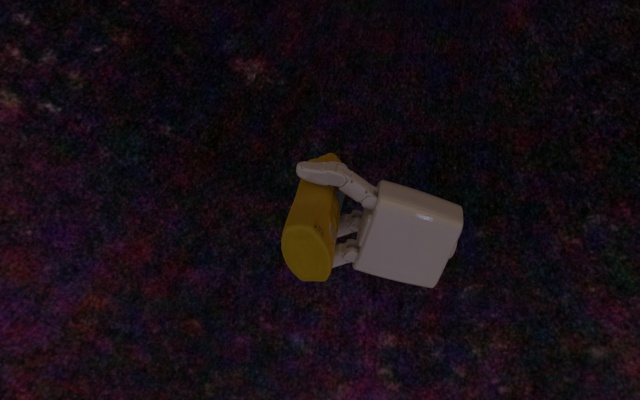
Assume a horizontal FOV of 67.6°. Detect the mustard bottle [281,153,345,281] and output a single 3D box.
[{"bbox_3d":[0.000,0.002,0.609,0.058,0.096,0.191,-2,41,15],"label":"mustard bottle"}]
